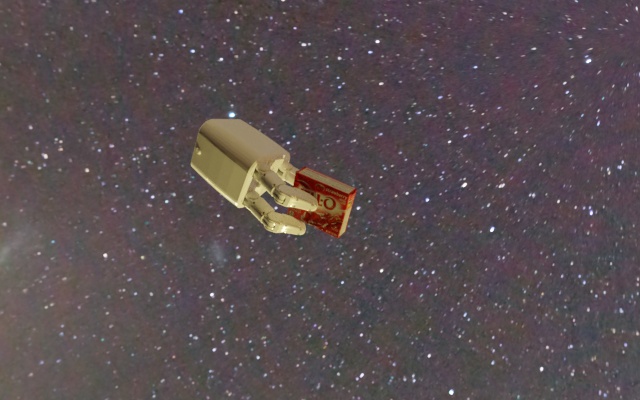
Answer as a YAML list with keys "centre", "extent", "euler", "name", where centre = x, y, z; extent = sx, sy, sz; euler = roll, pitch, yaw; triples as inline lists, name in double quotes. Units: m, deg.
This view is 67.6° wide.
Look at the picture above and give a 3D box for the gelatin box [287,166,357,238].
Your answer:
- centre: [0.001, 0.002, 0.684]
  extent: [0.089, 0.073, 0.030]
  euler: [24, 30, 18]
  name: "gelatin box"
